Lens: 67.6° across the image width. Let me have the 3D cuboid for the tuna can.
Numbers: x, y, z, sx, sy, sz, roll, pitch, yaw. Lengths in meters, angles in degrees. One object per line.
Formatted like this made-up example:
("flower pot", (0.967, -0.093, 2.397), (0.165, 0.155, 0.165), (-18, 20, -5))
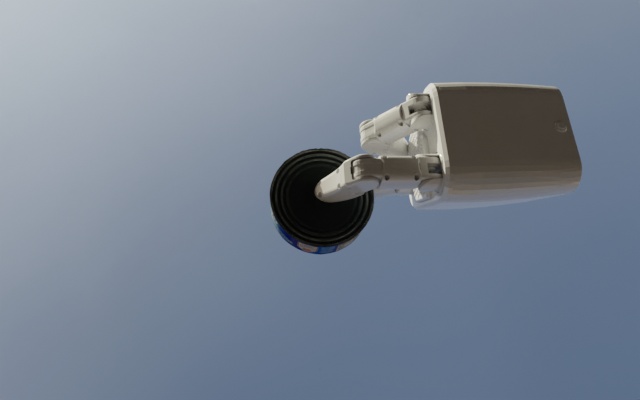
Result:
("tuna can", (0.000, 0.002, 0.404), (0.086, 0.086, 0.034), (0, -19, -6))
